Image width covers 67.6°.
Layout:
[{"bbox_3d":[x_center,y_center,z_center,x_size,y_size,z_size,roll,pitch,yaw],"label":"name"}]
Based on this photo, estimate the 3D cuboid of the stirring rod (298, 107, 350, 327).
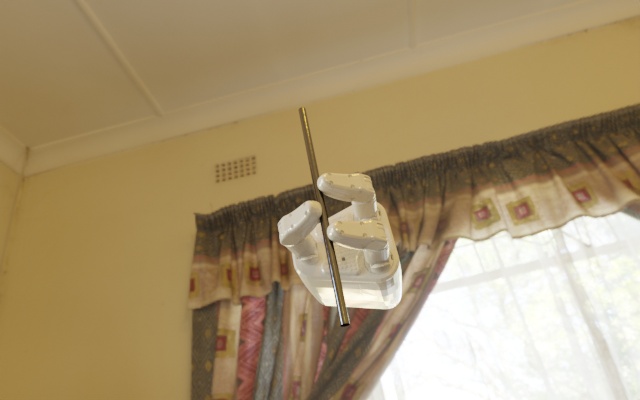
[{"bbox_3d":[0.000,0.002,0.451,0.011,0.239,0.011,-8,-33,-5],"label":"stirring rod"}]
